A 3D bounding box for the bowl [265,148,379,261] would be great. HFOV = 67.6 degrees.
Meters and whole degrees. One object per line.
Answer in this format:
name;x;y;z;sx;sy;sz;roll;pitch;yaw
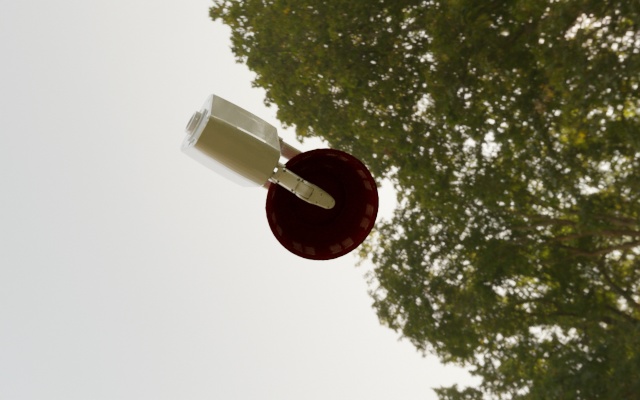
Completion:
bowl;0.001;0.003;0.689;0.162;0.162;0.055;0;12;-9
